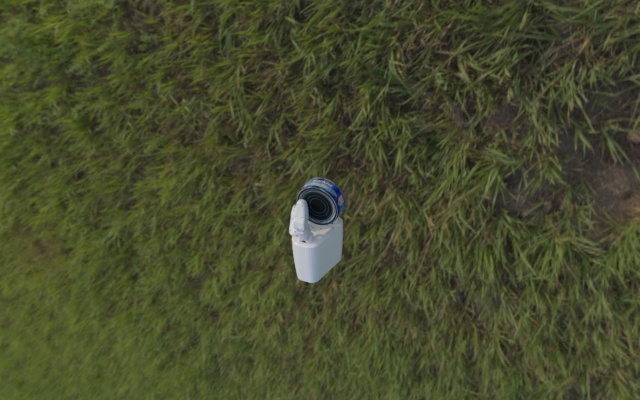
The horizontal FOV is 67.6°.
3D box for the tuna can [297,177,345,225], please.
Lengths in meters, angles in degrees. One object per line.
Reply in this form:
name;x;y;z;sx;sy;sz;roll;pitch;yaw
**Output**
tuna can;0.000;0.003;0.877;0.086;0.086;0.033;0;31;29
